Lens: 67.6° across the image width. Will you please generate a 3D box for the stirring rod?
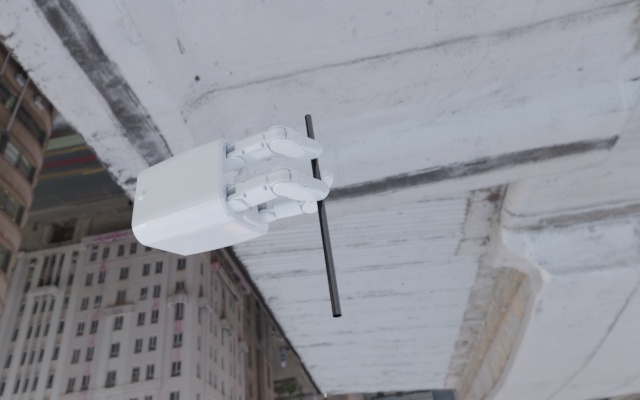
[{"bbox_3d":[0.000,0.002,0.478,0.011,0.239,0.011,-6,-35,-4],"label":"stirring rod"}]
